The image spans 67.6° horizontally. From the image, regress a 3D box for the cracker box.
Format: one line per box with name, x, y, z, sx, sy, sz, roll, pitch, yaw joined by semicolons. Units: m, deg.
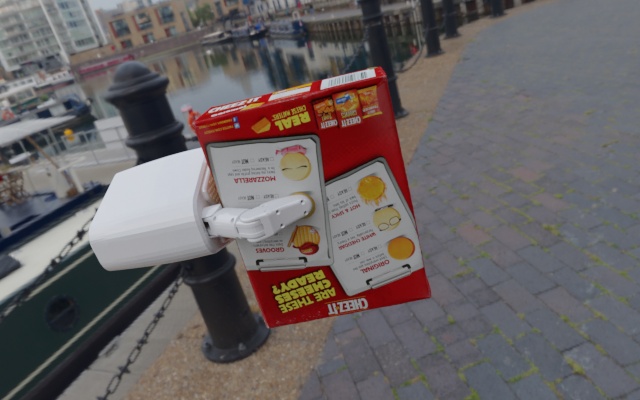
cracker box;0.000;0.001;0.445;0.164;0.214;0.072;-12;23;9
